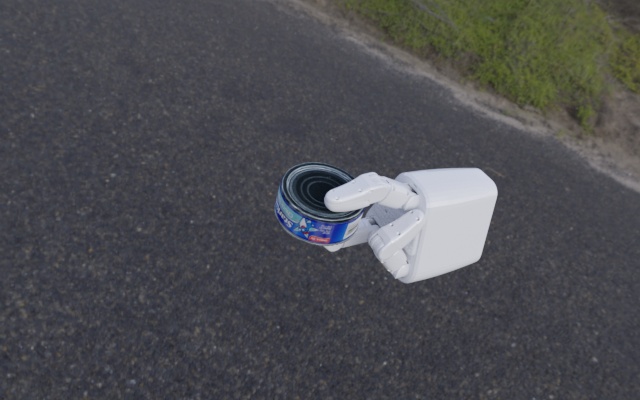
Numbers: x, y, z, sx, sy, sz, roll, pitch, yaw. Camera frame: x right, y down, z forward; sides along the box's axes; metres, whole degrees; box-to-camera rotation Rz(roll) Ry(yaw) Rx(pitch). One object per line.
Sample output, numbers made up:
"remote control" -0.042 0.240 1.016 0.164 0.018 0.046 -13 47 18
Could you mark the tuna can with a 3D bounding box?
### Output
"tuna can" 0.000 0.001 0.463 0.086 0.034 0.086 10 42 -9
